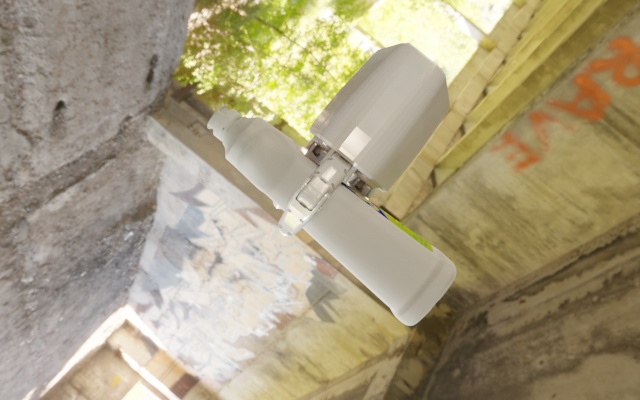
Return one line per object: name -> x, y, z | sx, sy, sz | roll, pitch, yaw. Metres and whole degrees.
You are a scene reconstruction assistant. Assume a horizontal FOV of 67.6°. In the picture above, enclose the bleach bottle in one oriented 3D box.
bleach bottle -> 0.000, 0.001, 0.434 | 0.251, 0.068, 0.102 | 39, 5, 1
